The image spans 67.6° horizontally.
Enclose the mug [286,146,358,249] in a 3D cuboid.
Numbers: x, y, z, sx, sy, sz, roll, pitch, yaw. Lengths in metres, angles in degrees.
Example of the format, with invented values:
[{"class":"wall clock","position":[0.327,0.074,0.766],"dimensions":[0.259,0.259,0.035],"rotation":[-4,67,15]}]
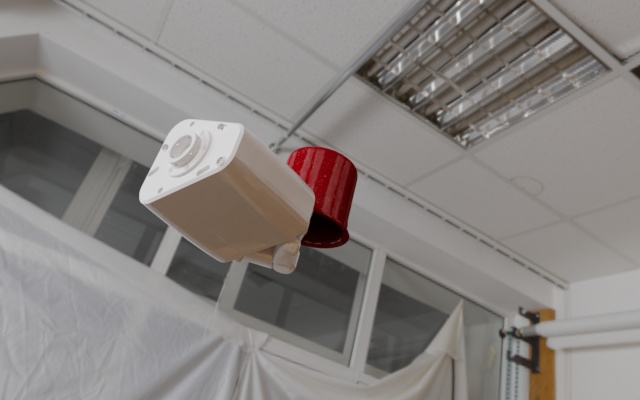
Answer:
[{"class":"mug","position":[0.001,0.002,0.527],"dimensions":[0.093,0.081,0.117],"rotation":[-6,-35,34]}]
